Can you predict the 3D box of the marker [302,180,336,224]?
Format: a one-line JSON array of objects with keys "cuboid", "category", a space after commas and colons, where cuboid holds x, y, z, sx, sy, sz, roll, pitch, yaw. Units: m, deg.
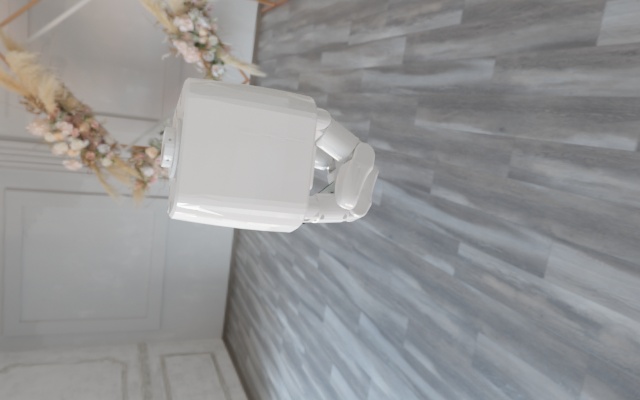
[{"cuboid": [0.000, 0.002, 0.476, 0.020, 0.020, 0.121, 0, -16, -24], "category": "marker"}]
